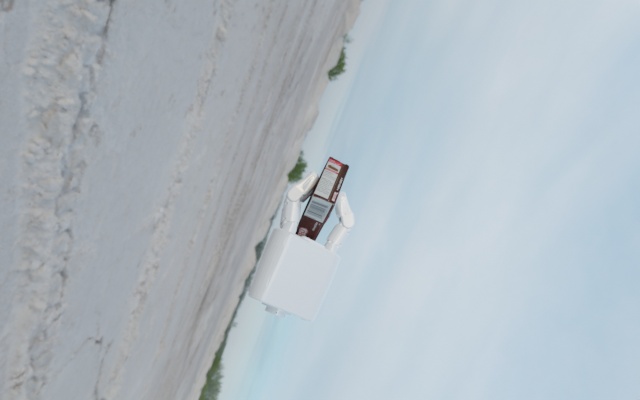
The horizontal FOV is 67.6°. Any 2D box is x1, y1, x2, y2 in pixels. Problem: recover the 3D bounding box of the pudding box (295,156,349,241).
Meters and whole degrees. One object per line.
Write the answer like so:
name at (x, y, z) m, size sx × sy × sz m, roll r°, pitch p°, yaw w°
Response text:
pudding box at (0.000, 0.003, 0.737) m, size 0.039 × 0.090 × 0.114 m, roll 25°, pitch -42°, yaw -4°
